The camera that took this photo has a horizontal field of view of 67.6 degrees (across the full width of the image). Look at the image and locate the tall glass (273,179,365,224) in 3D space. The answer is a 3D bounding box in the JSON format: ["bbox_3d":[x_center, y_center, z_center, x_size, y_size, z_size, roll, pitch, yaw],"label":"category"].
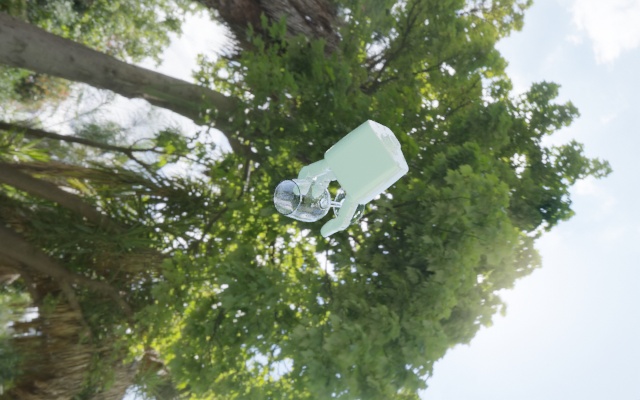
[{"bbox_3d":[0.000,0.003,0.892,0.079,0.079,0.201,0,-5,36],"label":"tall glass"}]
